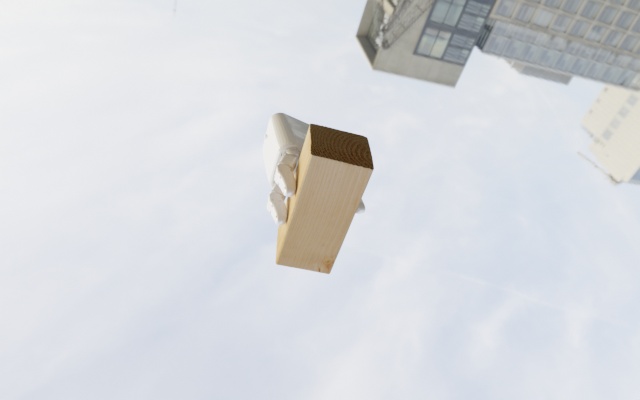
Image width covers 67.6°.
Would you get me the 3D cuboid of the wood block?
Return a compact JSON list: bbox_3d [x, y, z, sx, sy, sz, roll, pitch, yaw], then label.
[{"bbox_3d":[0.000,0.002,0.719,0.091,0.206,0.090,12,36,-11],"label":"wood block"}]
